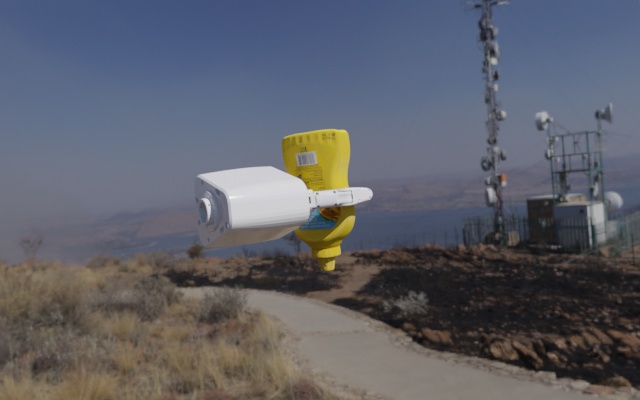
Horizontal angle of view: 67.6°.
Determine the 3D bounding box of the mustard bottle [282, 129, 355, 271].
[{"bbox_3d":[0.000,0.002,0.661,0.096,0.191,0.058,-4,3,31],"label":"mustard bottle"}]
